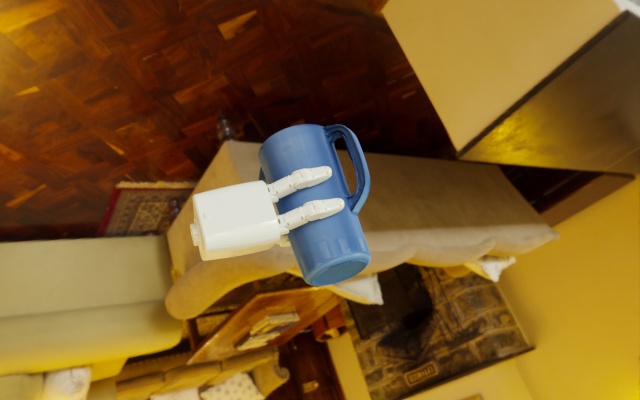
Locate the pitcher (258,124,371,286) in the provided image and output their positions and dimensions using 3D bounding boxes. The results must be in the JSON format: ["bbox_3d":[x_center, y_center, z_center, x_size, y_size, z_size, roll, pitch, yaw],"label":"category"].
[{"bbox_3d":[0.000,0.003,0.766,0.145,0.242,0.149,-10,-27,-21],"label":"pitcher"}]
